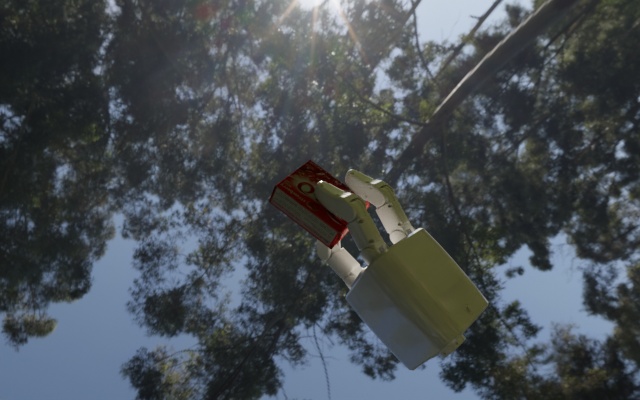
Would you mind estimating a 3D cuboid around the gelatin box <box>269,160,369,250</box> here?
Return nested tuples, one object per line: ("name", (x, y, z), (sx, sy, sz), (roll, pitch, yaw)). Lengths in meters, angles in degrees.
("gelatin box", (0.000, 0.002, 0.529), (0.089, 0.030, 0.073), (36, 40, 10))
